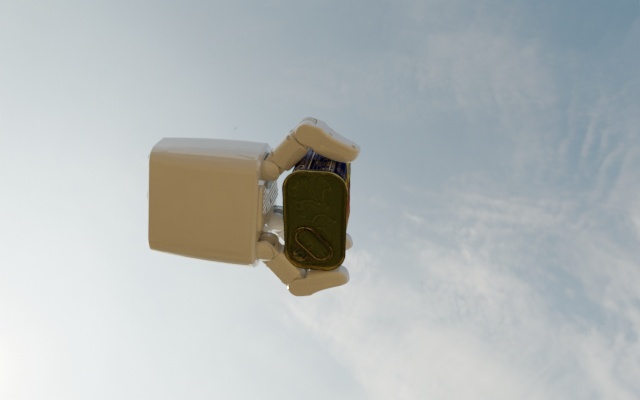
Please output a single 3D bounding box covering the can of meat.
[{"bbox_3d":[0.000,0.001,0.460,0.057,0.102,0.084,3,28,7],"label":"can of meat"}]
